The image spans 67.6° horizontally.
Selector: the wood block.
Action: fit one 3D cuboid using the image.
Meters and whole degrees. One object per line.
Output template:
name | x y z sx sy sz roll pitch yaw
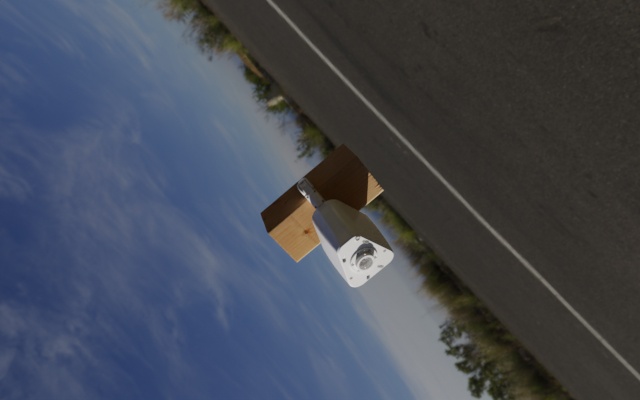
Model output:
wood block | 0.000 0.003 0.885 0.206 0.091 0.090 -40 26 3
